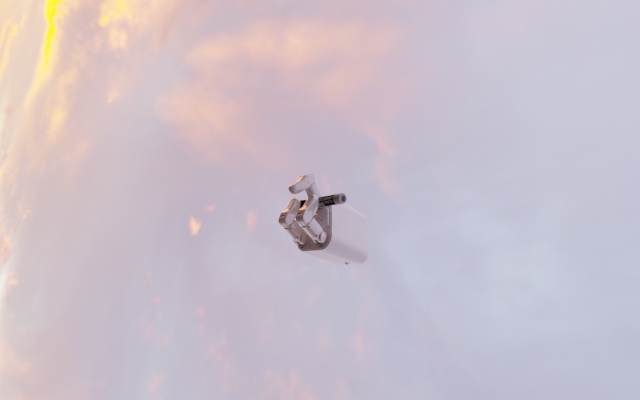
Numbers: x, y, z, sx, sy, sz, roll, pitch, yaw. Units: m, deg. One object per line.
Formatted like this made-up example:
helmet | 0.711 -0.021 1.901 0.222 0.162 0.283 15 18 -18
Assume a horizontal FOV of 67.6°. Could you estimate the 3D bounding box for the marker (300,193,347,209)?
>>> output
marker | 0.000 0.003 0.867 0.020 0.020 0.121 0 -6 -40
